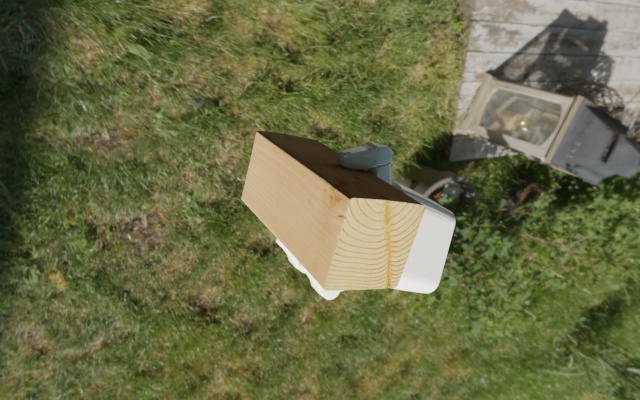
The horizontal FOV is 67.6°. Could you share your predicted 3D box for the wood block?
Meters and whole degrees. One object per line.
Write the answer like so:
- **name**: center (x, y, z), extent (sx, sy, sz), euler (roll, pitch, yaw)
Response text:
- **wood block**: center (0.001, 0.001, 0.507), extent (0.090, 0.091, 0.206), euler (5, 20, -33)
